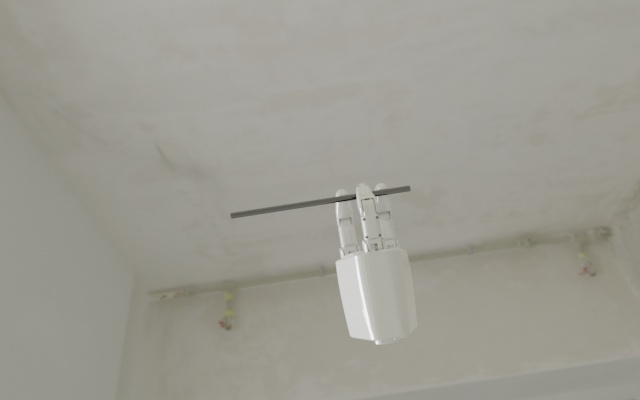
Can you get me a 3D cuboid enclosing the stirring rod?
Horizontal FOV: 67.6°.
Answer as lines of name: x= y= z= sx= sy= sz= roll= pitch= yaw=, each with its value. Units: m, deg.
stirring rod: x=0.000 y=0.002 z=0.635 sx=0.239 sy=0.011 sz=0.011 roll=-9 pitch=0 yaw=0
